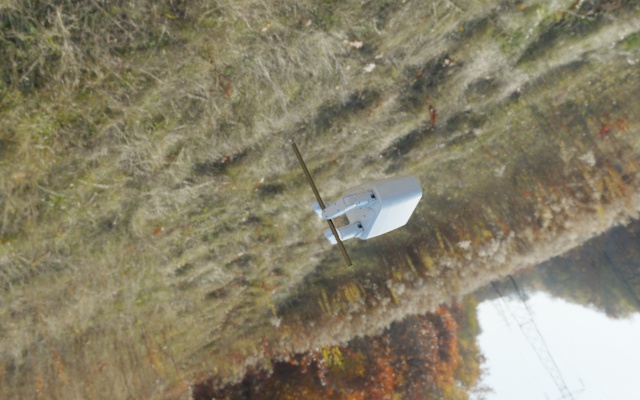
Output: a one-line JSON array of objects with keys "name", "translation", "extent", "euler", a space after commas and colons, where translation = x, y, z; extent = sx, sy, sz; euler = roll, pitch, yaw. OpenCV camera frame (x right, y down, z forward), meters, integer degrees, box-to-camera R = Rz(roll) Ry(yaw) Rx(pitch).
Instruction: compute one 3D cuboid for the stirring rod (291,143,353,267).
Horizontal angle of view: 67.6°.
[{"name": "stirring rod", "translation": [0.000, 0.003, 0.819], "extent": [0.011, 0.239, 0.011], "euler": [-23, -17, -8]}]
